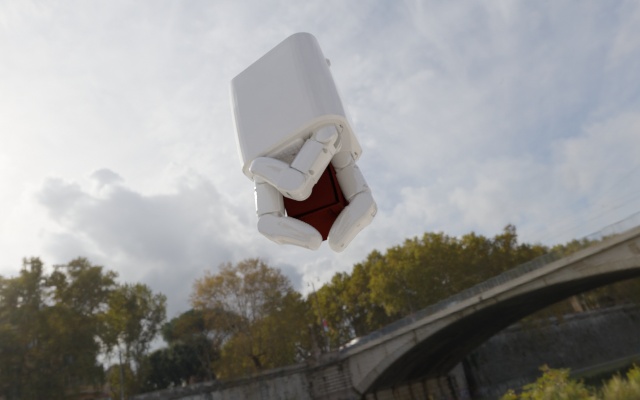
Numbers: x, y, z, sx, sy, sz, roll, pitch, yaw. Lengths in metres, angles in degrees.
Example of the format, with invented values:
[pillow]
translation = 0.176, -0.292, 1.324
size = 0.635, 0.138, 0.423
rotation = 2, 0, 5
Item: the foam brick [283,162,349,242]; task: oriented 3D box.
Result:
[foam brick]
translation = 0.000, 0.002, 0.469
size = 0.053, 0.051, 0.078
rotation = -20, -26, 10
